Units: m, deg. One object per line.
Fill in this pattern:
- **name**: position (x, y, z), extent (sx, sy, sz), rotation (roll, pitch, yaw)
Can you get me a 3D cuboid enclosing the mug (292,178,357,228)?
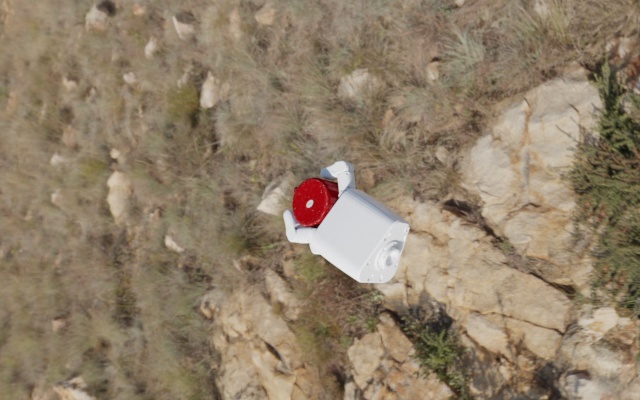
- **mug**: position (-0.001, 0.002, 0.800), extent (0.081, 0.093, 0.117), rotation (11, 17, -48)
